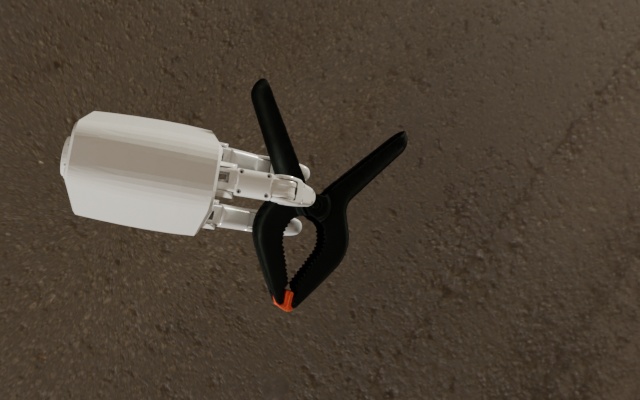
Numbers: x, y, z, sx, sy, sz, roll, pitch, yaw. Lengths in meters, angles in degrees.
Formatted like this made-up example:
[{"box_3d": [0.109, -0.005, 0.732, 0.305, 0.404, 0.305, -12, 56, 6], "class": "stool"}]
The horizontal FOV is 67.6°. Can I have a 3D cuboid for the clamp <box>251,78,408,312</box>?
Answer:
[{"box_3d": [0.000, 0.002, 0.460, 0.164, 0.210, 0.036, 10, -5, -17], "class": "clamp"}]
